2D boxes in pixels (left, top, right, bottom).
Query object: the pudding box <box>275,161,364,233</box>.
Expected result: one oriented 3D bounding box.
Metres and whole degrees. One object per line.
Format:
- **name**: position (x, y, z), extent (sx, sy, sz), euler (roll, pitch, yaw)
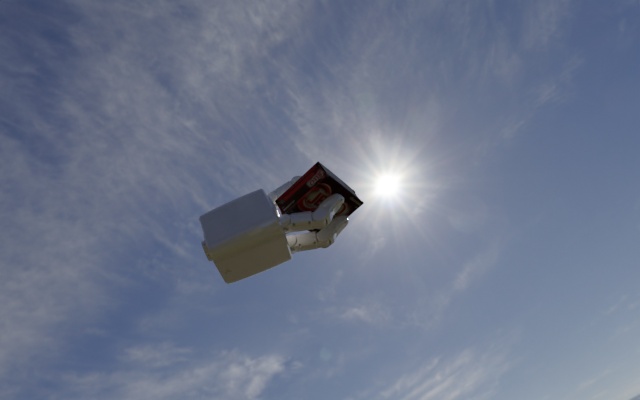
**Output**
- **pudding box**: position (0.000, 0.002, 0.721), extent (0.090, 0.039, 0.113), euler (-41, -36, 12)
